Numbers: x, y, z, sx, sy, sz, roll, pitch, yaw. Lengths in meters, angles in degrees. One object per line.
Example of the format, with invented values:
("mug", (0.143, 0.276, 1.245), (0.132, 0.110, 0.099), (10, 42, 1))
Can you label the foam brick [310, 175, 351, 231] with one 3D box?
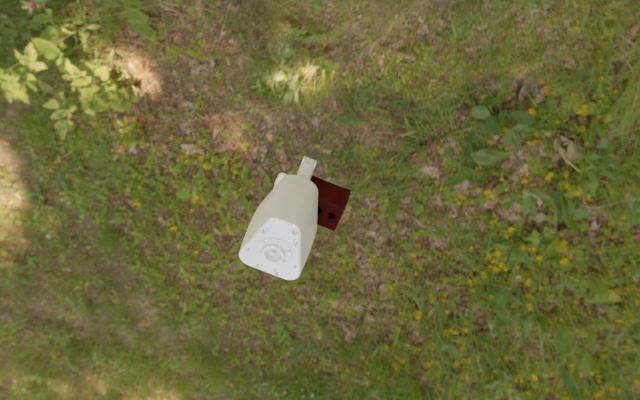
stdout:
("foam brick", (0.000, 0.002, 0.755), (0.078, 0.053, 0.051), (21, 37, -3))
